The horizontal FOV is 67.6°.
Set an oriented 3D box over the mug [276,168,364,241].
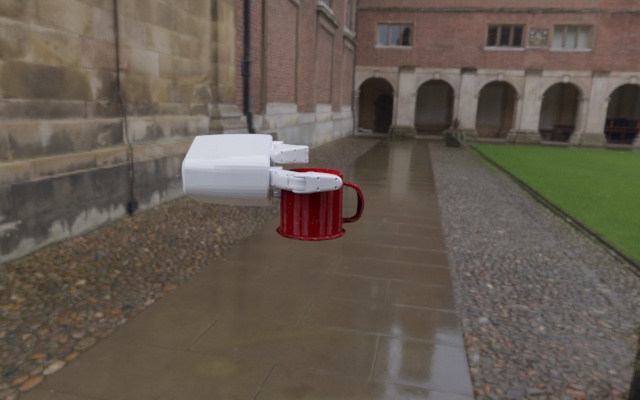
[{"bbox_3d":[0.002,0.002,0.632,0.117,0.081,0.093,1,11,-4],"label":"mug"}]
